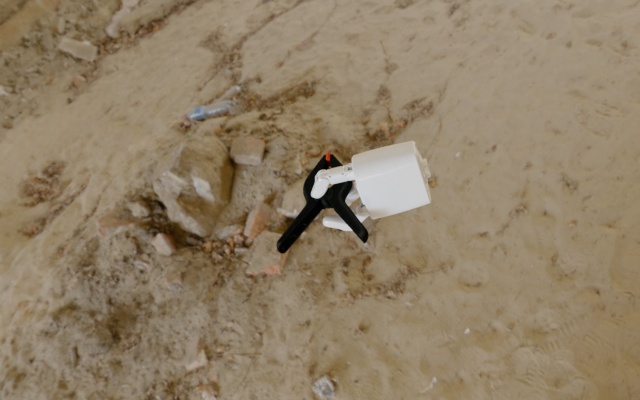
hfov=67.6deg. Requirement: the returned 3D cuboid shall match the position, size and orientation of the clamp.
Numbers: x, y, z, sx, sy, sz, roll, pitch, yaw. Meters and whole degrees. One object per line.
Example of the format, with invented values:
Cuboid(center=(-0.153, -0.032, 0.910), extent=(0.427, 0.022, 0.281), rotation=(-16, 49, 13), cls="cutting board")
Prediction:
Cuboid(center=(0.000, 0.002, 0.855), extent=(0.164, 0.209, 0.036), rotation=(-14, -41, 16), cls="clamp")
